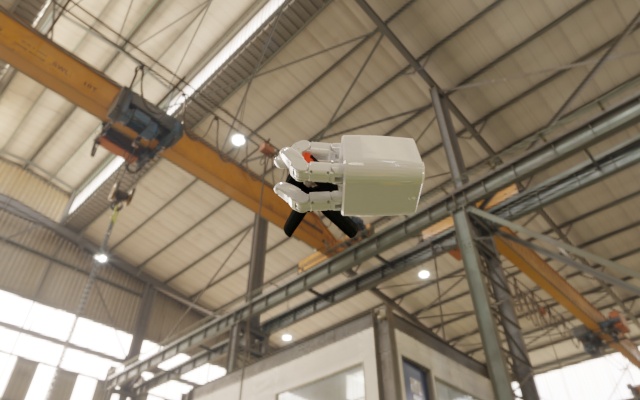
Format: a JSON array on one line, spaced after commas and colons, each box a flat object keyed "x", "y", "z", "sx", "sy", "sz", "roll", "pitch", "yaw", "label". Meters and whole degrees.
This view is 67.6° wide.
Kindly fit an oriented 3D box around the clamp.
[{"x": 0.000, "y": 0.002, "z": 0.726, "sx": 0.120, "sy": 0.039, "sz": 0.172, "roll": 1, "pitch": -41, "yaw": 1, "label": "clamp"}]
